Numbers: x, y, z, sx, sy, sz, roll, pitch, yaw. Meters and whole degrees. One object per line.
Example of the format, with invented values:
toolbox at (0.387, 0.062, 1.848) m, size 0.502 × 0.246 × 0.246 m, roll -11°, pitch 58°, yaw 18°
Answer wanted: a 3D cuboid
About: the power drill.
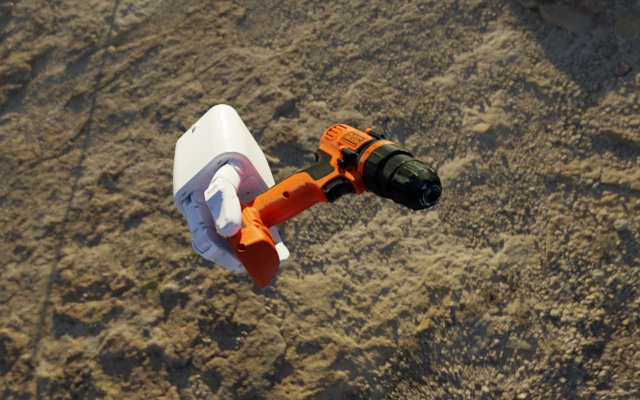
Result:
power drill at (0.000, 0.002, 0.462) m, size 0.187 × 0.057 × 0.184 m, roll -32°, pitch 30°, yaw -11°
